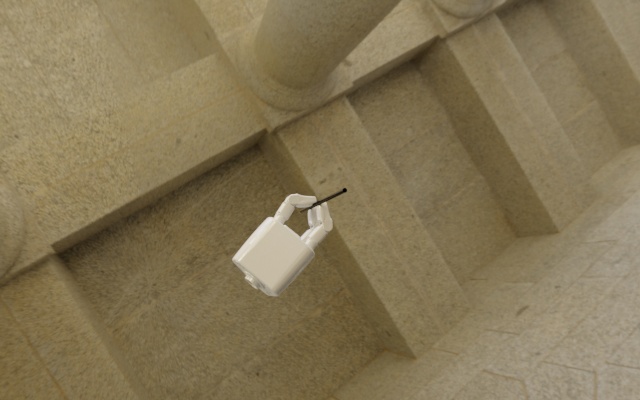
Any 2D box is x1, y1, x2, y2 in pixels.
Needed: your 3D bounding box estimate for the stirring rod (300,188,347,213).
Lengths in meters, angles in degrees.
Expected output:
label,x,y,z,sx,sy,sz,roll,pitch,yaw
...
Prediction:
label,x,y,z,sx,sy,sz,roll,pitch,yaw
stirring rod,0.000,0.003,0.894,0.011,0.011,0.239,0,-9,-20
